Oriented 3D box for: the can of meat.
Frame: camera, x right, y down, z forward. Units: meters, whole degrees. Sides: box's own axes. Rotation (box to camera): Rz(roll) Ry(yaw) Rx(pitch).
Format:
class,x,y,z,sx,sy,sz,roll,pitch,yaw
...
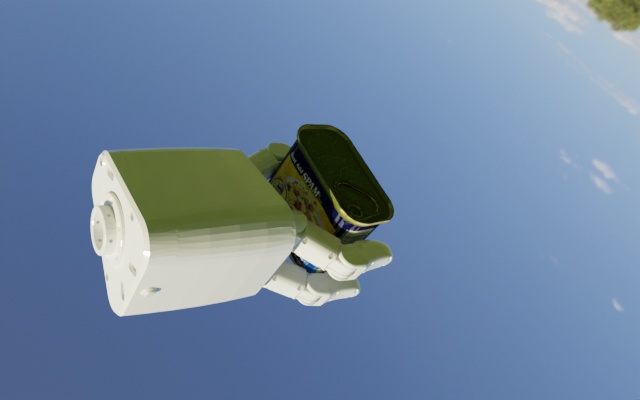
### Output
class,x,y,z,sx,sy,sz,roll,pitch,yaw
can of meat,0.000,0.001,0.405,0.057,0.102,0.084,-8,-32,-43
